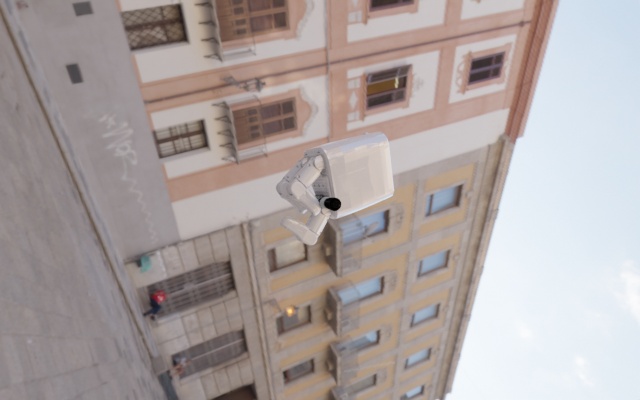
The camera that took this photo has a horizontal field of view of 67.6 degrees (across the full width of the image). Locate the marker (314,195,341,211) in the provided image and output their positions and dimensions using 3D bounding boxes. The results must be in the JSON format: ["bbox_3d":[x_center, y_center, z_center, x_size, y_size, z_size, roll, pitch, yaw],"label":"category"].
[{"bbox_3d":[0.000,0.002,0.699,0.020,0.020,0.121,0,3,-21],"label":"marker"}]
